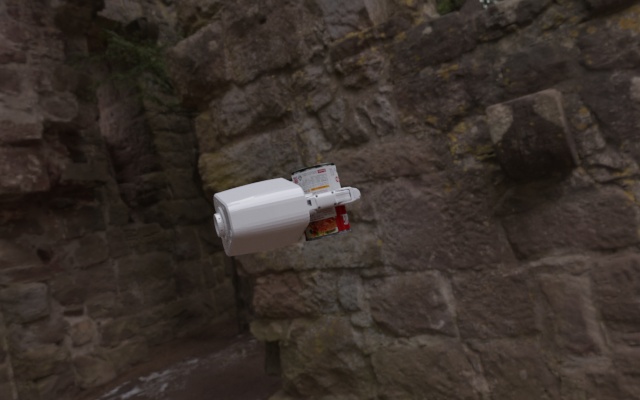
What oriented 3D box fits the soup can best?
[{"bbox_3d":[0.001,0.002,0.695,0.068,0.102,0.068,-13,-2,0],"label":"soup can"}]
